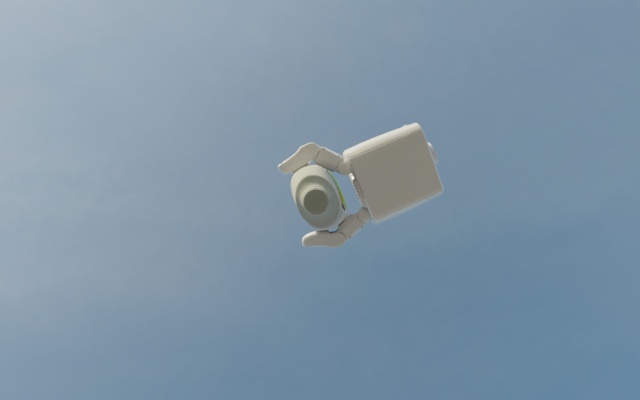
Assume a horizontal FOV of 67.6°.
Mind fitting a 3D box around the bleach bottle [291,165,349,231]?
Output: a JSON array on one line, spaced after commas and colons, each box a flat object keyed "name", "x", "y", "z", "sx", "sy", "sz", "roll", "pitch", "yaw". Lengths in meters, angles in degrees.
[{"name": "bleach bottle", "x": 0.000, "y": 0.002, "z": 0.650, "sx": 0.068, "sy": 0.102, "sz": 0.251, "roll": -23, "pitch": 3, "yaw": 2}]
